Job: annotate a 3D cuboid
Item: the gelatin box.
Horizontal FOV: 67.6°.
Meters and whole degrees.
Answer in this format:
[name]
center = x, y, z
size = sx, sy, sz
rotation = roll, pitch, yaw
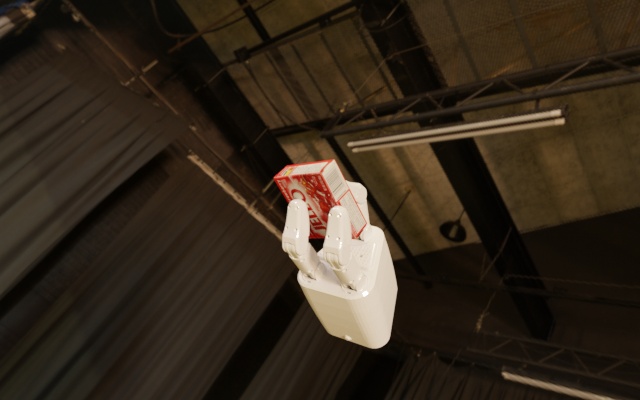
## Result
[gelatin box]
center = 0.000, 0.001, 0.521
size = 0.073, 0.089, 0.030
rotation = -2, 35, 44
